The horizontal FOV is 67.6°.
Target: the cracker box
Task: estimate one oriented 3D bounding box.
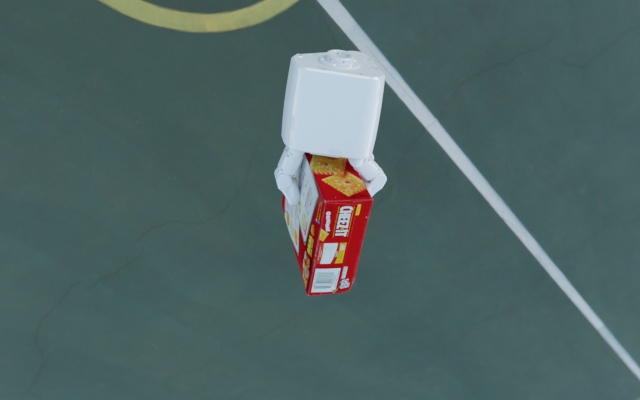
[{"bbox_3d":[0.000,0.002,0.688,0.072,0.164,0.213,-1,36,-15],"label":"cracker box"}]
